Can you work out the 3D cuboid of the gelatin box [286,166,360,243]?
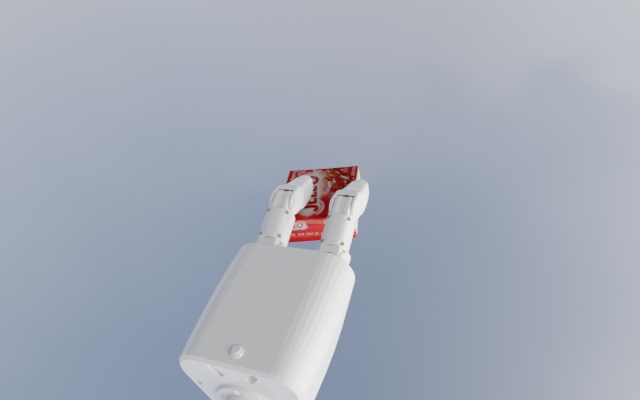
[{"bbox_3d":[0.000,0.002,0.465,0.073,0.030,0.089,-4,34,11],"label":"gelatin box"}]
